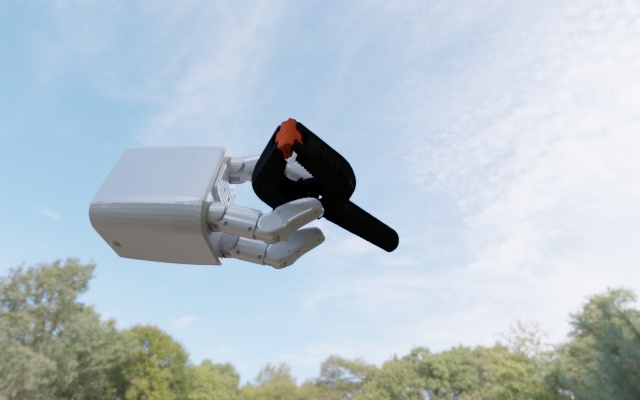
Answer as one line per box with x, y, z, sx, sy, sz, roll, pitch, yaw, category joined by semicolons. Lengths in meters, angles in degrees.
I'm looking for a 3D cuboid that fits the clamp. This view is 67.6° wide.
0.000;0.001;0.460;0.164;0.036;0.210;1;-32;3;clamp
